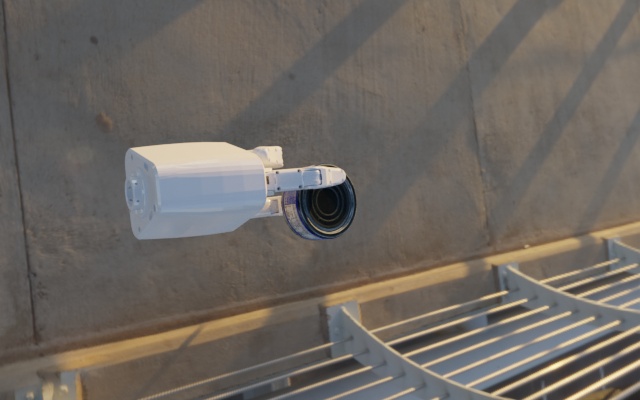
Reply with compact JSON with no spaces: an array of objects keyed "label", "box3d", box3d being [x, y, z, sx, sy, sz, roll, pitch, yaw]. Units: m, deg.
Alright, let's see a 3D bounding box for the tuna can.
[{"label":"tuna can","box3d":[0.000,0.002,0.539,0.086,0.086,0.034,0,-5,-38]}]
